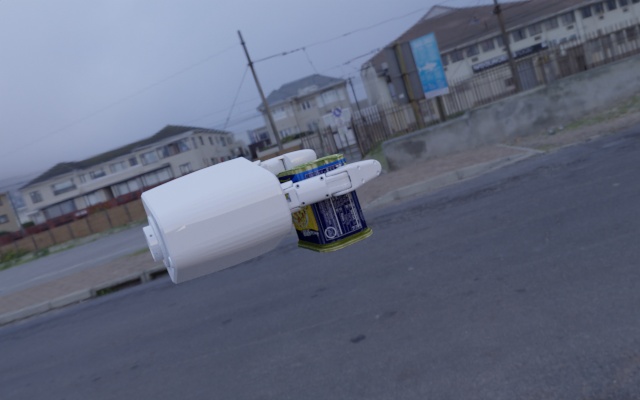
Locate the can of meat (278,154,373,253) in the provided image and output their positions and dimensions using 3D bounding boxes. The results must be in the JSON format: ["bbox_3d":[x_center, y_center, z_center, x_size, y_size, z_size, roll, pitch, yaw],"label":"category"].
[{"bbox_3d":[0.000,0.001,0.486,0.057,0.084,0.102,-21,6,-19],"label":"can of meat"}]
